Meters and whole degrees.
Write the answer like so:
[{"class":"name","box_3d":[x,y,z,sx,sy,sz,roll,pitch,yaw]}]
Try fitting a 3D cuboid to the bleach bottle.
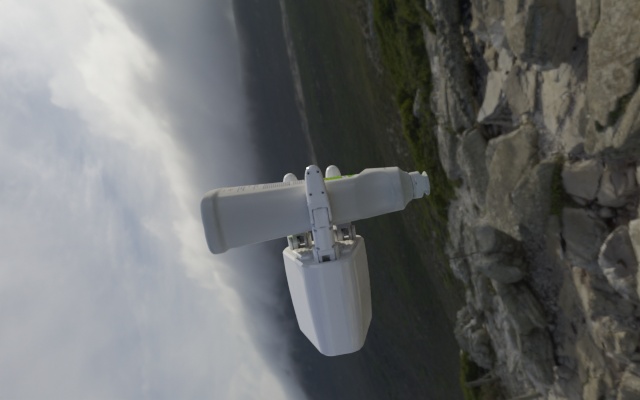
[{"class":"bleach bottle","box_3d":[0.000,0.002,0.542,0.251,0.068,0.102,-9,9,-2]}]
